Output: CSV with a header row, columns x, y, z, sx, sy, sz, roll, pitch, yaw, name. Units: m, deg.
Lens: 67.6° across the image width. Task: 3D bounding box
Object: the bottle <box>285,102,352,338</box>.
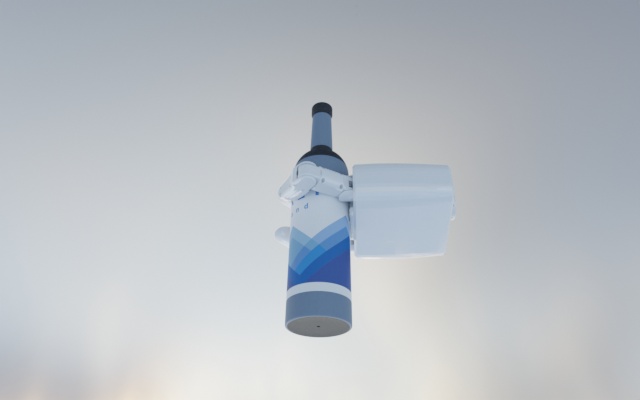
x,y,z,sx,sy,sz,roll,pitch,yaw,name
0.000,0.002,0.548,0.069,0.295,0.069,1,-34,0,bottle
